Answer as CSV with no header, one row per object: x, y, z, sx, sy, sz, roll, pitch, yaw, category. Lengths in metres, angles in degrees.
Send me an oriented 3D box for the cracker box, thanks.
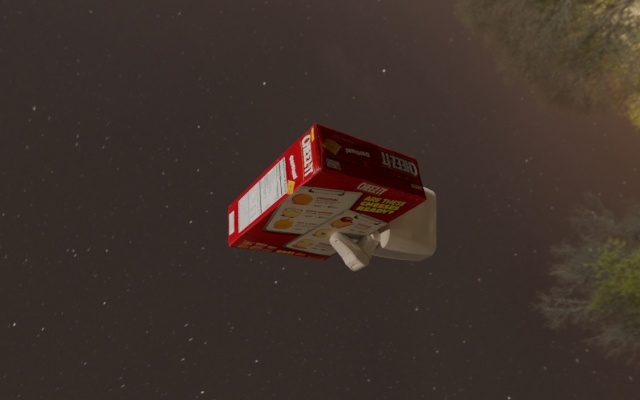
0.000,0.002,0.621,0.164,0.072,0.214,13,-35,-34,cracker box
